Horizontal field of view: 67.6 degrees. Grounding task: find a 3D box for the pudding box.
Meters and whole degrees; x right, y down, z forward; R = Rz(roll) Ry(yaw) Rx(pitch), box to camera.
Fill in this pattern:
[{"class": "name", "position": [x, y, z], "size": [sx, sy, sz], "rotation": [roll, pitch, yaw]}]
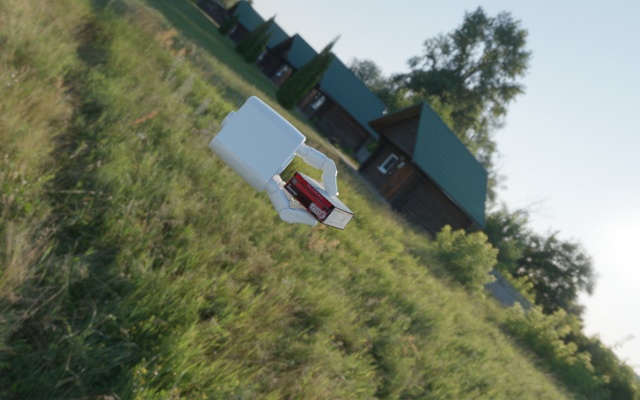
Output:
[{"class": "pudding box", "position": [0.000, 0.002, 0.775], "size": [0.090, 0.039, 0.113], "rotation": [44, 10, 21]}]
